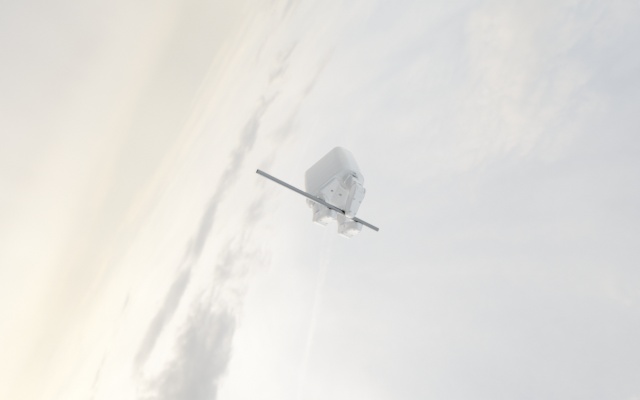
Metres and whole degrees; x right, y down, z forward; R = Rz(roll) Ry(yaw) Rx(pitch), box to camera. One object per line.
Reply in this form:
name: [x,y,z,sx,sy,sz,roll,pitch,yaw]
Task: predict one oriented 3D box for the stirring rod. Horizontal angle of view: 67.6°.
stirring rod: [0.000,0.003,0.799,0.239,0.011,0.011,26,-10,-21]
